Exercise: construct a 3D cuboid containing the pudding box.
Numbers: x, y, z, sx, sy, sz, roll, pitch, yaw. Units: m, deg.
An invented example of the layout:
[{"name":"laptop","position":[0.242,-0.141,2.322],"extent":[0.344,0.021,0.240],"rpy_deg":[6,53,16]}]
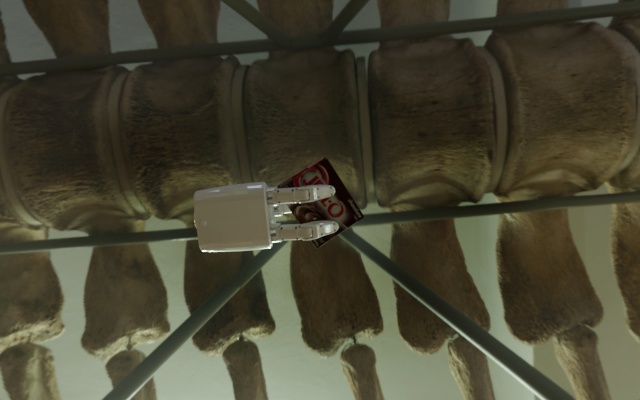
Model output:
[{"name":"pudding box","position":[0.000,0.002,0.737],"extent":[0.090,0.113,0.039],"rpy_deg":[-33,9,1]}]
